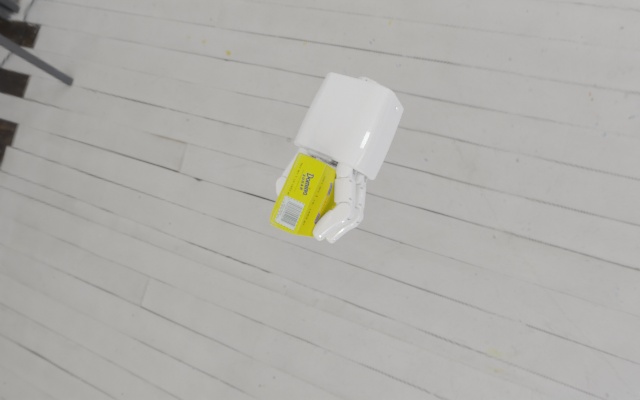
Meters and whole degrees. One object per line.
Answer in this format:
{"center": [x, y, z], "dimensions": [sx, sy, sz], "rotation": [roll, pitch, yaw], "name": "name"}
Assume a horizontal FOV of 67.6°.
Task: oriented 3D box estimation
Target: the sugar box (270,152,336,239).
{"center": [0.001, 0.002, 0.636], "dimensions": [0.048, 0.093, 0.176], "rotation": [25, 2, 22], "name": "sugar box"}
